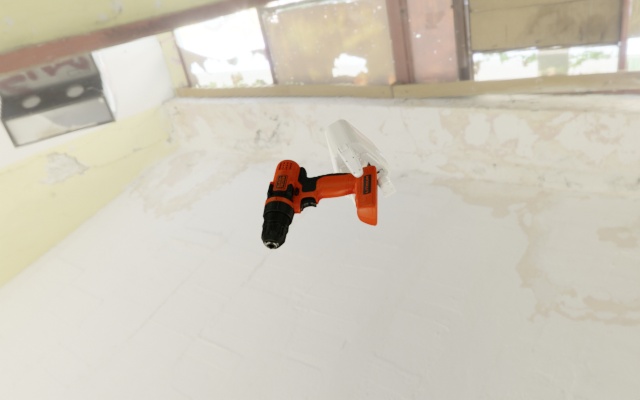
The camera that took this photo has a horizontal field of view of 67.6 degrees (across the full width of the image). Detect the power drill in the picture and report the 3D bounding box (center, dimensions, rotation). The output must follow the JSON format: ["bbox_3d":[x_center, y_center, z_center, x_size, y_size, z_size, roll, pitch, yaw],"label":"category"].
[{"bbox_3d":[0.001,0.002,0.788,0.187,0.184,0.057,0,-41,9],"label":"power drill"}]
